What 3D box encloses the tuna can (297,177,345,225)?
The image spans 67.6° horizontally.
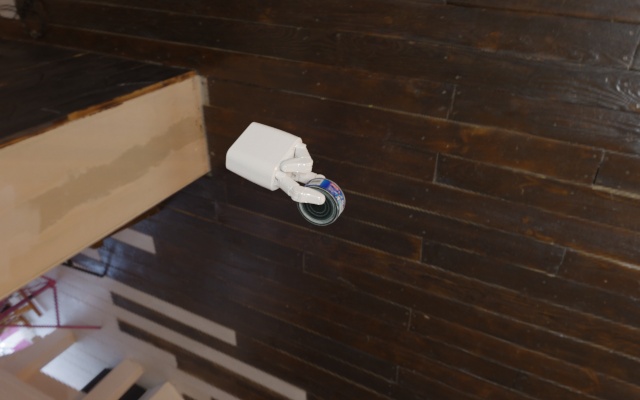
[{"bbox_3d":[0.000,0.003,0.883,0.086,0.086,0.033,0,29,26],"label":"tuna can"}]
